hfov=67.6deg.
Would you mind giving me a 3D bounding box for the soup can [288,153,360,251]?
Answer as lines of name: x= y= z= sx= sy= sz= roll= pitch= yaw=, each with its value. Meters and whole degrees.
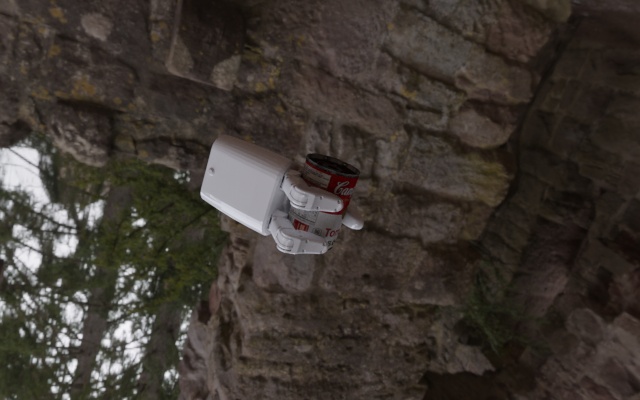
soup can: x=0.000 y=0.002 z=0.583 sx=0.068 sy=0.102 sz=0.068 roll=17 pitch=17 yaw=-5
